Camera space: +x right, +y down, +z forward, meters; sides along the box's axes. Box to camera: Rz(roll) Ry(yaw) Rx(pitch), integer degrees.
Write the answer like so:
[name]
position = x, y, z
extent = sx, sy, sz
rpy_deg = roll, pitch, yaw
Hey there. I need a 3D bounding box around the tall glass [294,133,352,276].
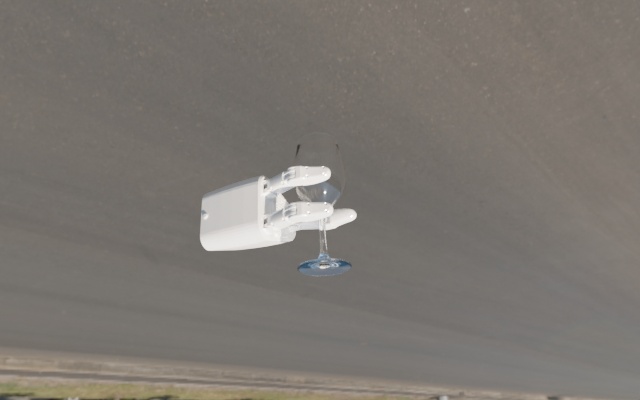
[tall glass]
position = 0.000, 0.003, 0.691
extent = 0.079, 0.201, 0.079
rpy_deg = -2, -25, -1
